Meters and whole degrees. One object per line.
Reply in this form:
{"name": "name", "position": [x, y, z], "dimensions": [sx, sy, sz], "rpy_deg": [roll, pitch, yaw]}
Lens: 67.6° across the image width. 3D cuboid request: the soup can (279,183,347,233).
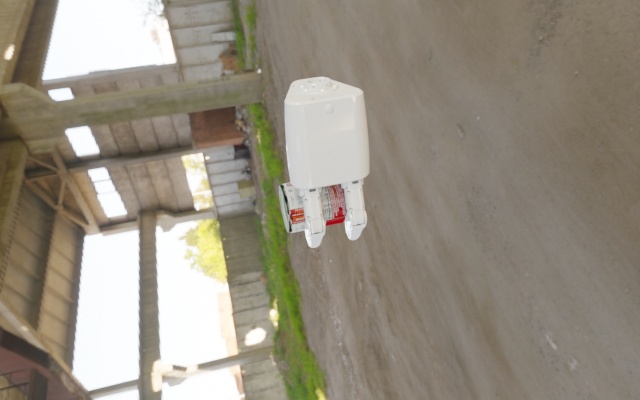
{"name": "soup can", "position": [0.000, 0.003, 0.643], "dimensions": [0.102, 0.068, 0.068], "rpy_deg": [-11, 2, -11]}
